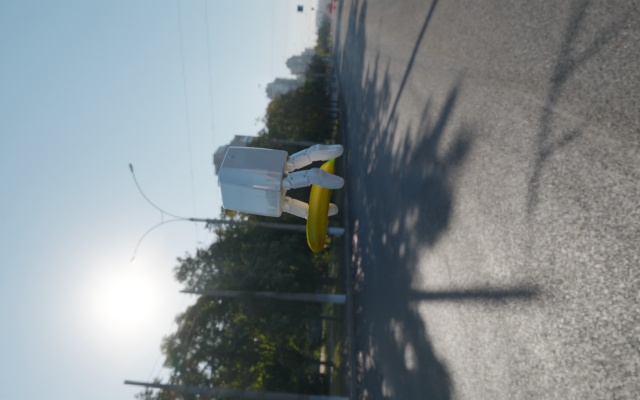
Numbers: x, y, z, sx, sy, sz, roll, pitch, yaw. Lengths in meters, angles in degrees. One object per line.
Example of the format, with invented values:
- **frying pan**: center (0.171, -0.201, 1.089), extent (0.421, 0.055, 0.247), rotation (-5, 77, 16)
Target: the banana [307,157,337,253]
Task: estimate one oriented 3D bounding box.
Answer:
- **banana**: center (-0.001, 0.009, 0.825), extent (0.037, 0.197, 0.070), rotation (10, -30, -2)
